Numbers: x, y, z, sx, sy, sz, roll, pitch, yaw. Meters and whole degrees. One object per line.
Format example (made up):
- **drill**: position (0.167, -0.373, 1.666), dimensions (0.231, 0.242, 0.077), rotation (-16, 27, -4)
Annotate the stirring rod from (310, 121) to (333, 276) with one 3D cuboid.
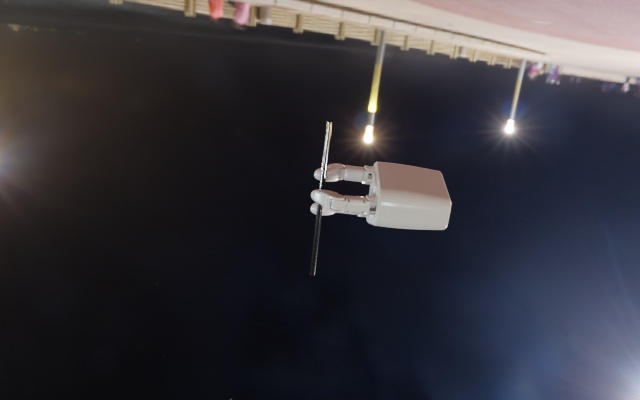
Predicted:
- **stirring rod**: position (0.000, 0.002, 0.715), dimensions (0.011, 0.239, 0.011), rotation (6, 17, -2)
